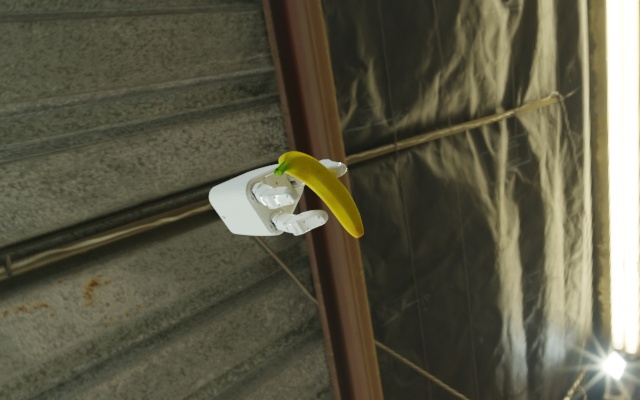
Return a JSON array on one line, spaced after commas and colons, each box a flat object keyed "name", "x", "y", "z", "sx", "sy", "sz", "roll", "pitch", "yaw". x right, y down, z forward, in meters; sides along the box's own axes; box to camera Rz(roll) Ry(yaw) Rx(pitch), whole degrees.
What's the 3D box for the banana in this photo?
[{"name": "banana", "x": 0.001, "y": -0.015, "z": 0.677, "sx": 0.037, "sy": 0.069, "sz": 0.198, "roll": -15, "pitch": -37, "yaw": 37}]
